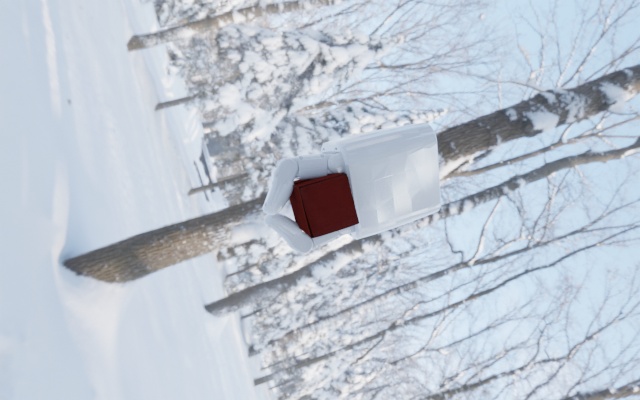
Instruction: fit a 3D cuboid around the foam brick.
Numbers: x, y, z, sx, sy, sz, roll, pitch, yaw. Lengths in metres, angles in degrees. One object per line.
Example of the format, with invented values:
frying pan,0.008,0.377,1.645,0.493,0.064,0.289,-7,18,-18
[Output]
foam brick,0.000,0.002,0.491,0.051,0.053,0.078,-16,9,-11
